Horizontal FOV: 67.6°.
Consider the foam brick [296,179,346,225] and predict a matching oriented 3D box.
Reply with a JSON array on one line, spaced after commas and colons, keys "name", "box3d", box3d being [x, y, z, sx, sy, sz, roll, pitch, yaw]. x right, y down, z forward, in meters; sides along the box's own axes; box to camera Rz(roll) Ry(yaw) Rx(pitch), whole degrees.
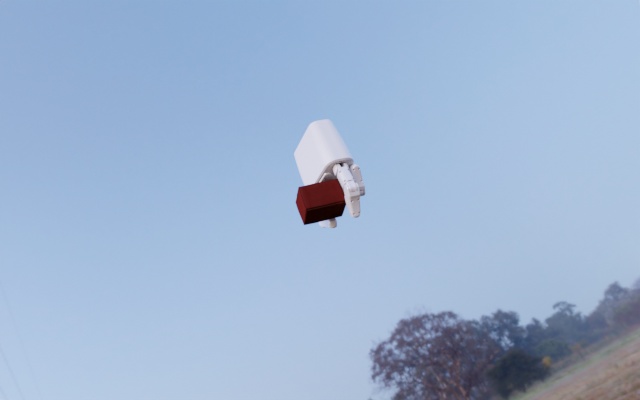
[{"name": "foam brick", "box3d": [0.000, 0.003, 0.854, 0.078, 0.051, 0.053, -13, -31, -18]}]
